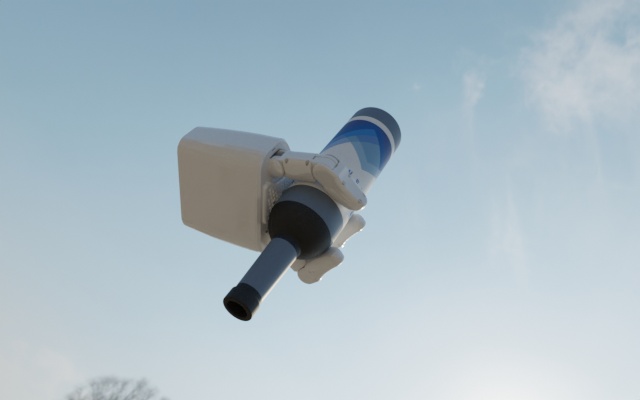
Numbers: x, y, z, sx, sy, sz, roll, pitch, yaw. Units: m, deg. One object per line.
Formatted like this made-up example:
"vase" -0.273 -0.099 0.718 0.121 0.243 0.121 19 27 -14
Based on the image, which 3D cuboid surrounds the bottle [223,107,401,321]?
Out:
"bottle" 0.000 0.001 0.476 0.069 0.069 0.295 0 35 33
